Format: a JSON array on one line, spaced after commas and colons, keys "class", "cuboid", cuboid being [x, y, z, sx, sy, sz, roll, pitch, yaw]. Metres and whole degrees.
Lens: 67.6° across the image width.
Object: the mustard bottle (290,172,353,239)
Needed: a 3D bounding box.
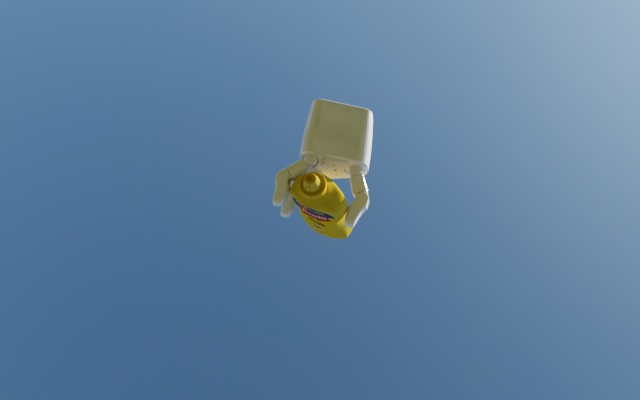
[{"class": "mustard bottle", "cuboid": [0.000, 0.003, 0.774, 0.096, 0.058, 0.192, 28, -15, 18]}]
